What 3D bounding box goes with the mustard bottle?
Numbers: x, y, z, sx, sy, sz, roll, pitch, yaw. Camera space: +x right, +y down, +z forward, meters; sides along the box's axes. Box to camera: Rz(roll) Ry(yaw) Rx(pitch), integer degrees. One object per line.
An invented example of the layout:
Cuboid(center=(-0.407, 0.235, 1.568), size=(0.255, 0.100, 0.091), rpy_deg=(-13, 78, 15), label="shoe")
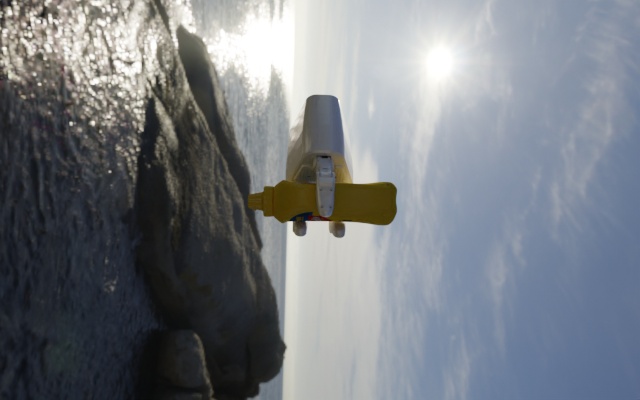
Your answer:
Cuboid(center=(0.000, 0.002, 0.638), size=(0.191, 0.058, 0.096), rpy_deg=(2, -5, -4), label="mustard bottle")
